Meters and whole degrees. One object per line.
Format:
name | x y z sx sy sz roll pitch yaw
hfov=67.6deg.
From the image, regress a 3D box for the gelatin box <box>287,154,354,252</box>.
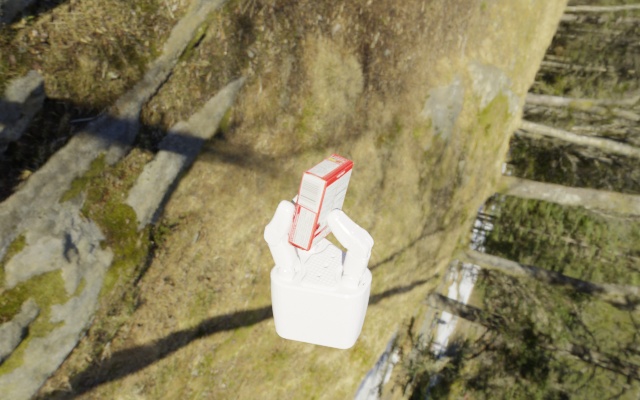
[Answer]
gelatin box | 0.001 0.002 0.519 0.030 0.089 0.073 24 29 18
